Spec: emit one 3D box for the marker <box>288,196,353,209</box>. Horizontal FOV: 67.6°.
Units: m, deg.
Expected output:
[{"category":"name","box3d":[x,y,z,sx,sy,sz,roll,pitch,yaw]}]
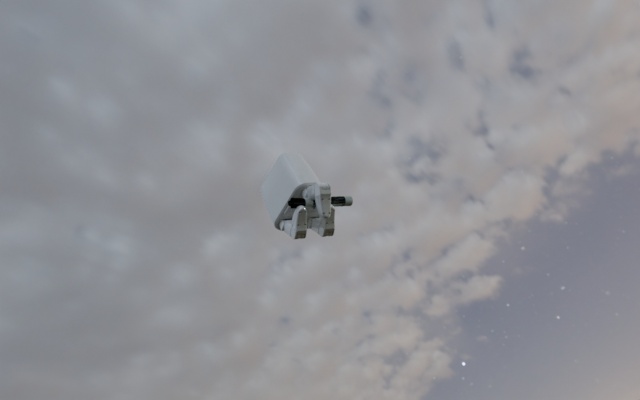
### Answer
[{"category":"marker","box3d":[0.000,0.003,0.831,0.121,0.020,0.020,-2,1,-27]}]
